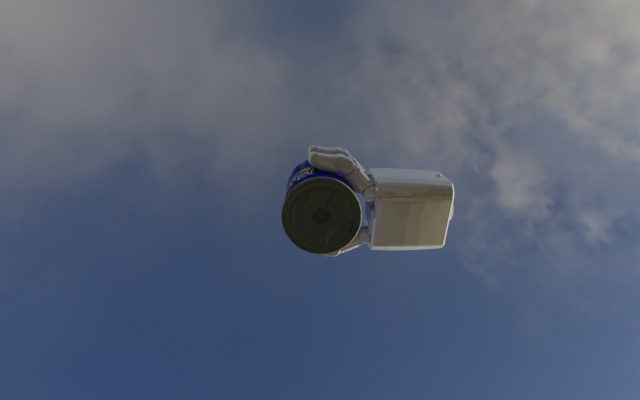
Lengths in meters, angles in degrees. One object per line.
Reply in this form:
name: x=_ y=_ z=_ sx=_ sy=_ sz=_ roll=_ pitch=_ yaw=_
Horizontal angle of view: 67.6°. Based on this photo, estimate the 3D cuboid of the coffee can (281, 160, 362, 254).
coffee can: x=0.000 y=0.002 z=0.673 sx=0.103 sy=0.103 sz=0.140 roll=0 pitch=16 yaw=-1
